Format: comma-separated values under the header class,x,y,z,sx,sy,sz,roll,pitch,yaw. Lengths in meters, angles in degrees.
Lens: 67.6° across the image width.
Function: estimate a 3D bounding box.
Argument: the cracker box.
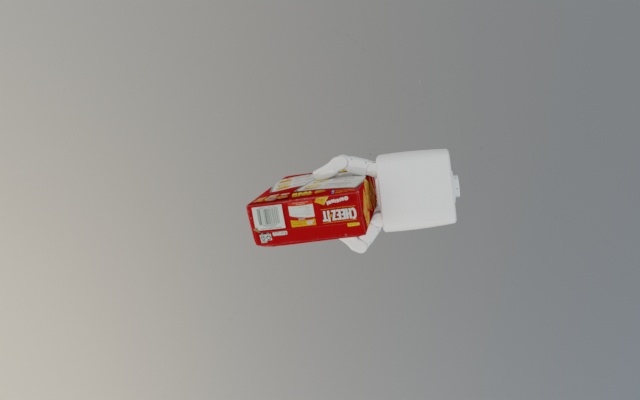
class,x,y,z,sx,sy,sz,roll,pitch,yaw
cracker box,0.000,0.002,0.752,0.164,0.072,0.213,-8,12,13
